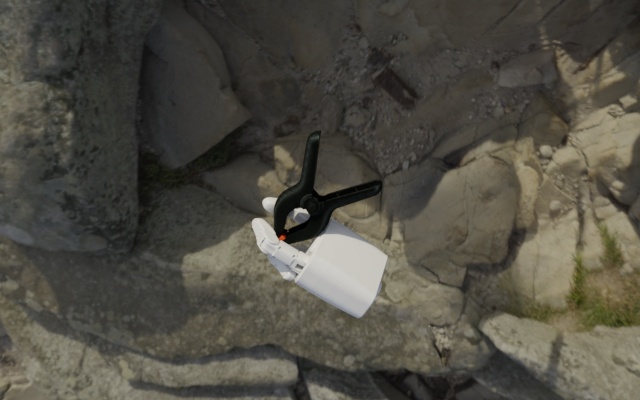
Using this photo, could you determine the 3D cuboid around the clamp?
[{"bbox_3d":[0.000,0.002,0.656,0.120,0.171,0.039,32,23,-3],"label":"clamp"}]
